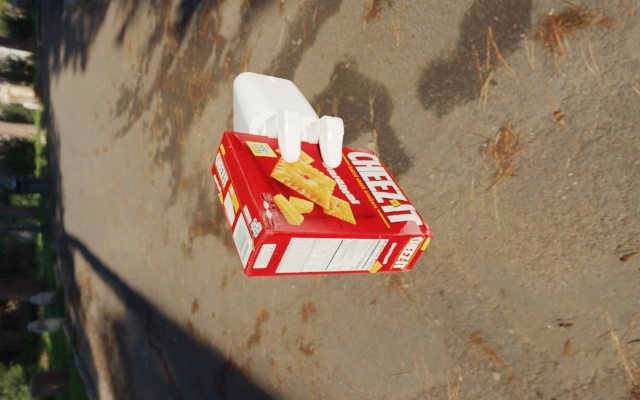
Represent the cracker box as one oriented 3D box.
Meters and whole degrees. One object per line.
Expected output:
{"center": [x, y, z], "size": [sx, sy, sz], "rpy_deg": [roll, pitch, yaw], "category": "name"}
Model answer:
{"center": [0.000, 0.002, 0.549], "size": [0.214, 0.072, 0.164], "rpy_deg": [3, 41, -31], "category": "cracker box"}
